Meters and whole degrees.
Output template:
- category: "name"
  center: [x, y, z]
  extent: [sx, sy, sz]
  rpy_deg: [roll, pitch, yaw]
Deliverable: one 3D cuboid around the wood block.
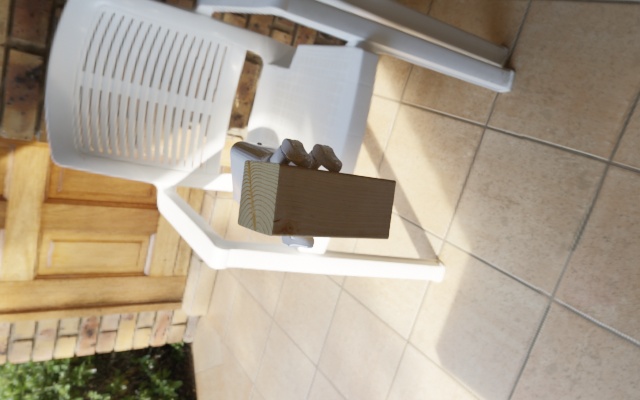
- category: "wood block"
  center: [0.000, 0.002, 0.671]
  extent: [0.206, 0.091, 0.090]
  rpy_deg: [5, 4, -38]
